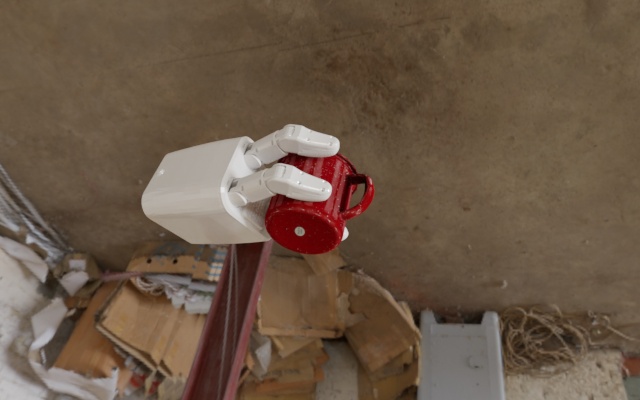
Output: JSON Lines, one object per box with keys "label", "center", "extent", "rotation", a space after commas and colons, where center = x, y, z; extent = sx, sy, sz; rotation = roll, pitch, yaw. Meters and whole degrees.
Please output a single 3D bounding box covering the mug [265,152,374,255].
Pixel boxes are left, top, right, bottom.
{"label": "mug", "center": [0.001, 0.002, 0.499], "extent": [0.117, 0.081, 0.093], "rotation": [-7, -43, 24]}
